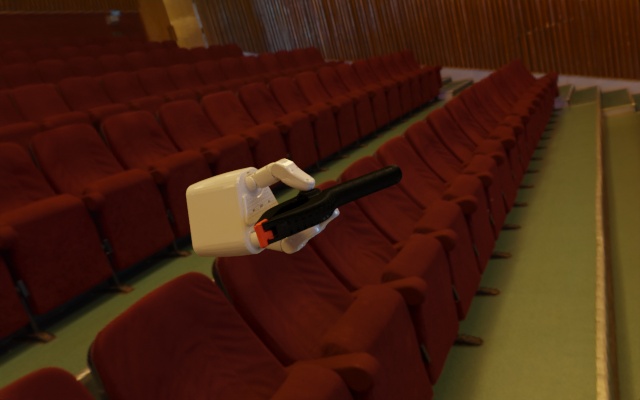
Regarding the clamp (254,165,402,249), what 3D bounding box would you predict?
[{"bbox_3d":[-0.001,0.001,0.595,0.164,0.036,0.210,-12,13,32],"label":"clamp"}]
